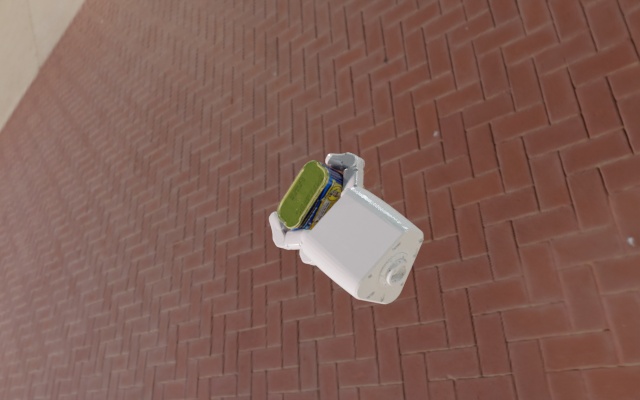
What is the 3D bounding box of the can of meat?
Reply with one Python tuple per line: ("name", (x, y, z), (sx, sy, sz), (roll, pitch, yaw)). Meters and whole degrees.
("can of meat", (0.000, 0.002, 0.665), (0.084, 0.102, 0.057), (23, 13, -47))
